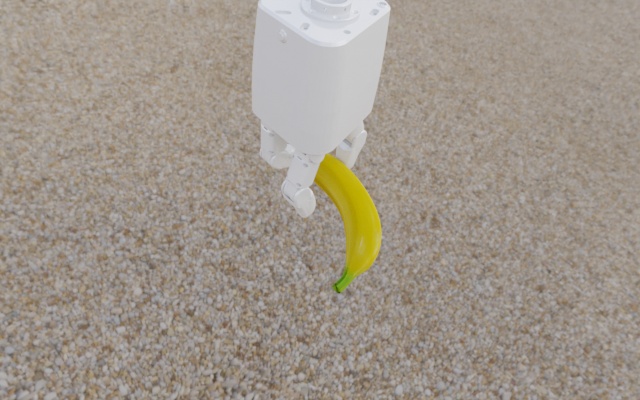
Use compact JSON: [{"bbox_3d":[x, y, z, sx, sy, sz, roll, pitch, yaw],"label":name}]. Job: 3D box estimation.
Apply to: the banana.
[{"bbox_3d":[0.019,0.001,0.510,0.069,0.197,0.037,-11,-39,-13],"label":"banana"}]
